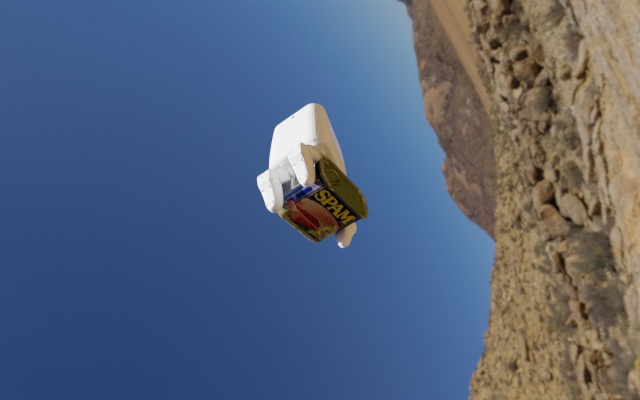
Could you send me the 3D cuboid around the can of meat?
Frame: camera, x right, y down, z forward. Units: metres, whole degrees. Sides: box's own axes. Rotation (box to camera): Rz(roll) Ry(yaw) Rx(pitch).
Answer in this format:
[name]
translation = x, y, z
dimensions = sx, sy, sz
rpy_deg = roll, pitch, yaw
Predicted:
[can of meat]
translation = 0.000, 0.002, 0.635
dimensions = 0.084, 0.057, 0.102
rpy_deg = -31, -52, 22
